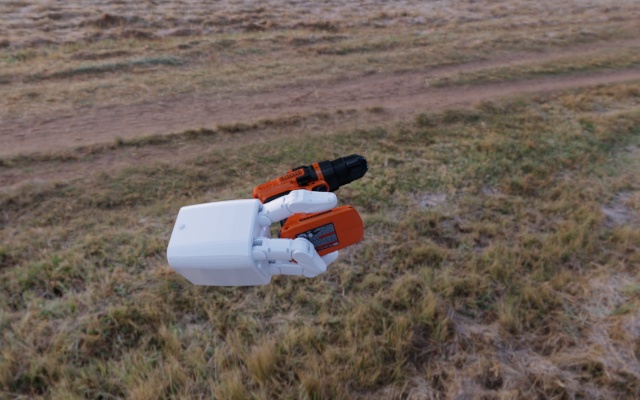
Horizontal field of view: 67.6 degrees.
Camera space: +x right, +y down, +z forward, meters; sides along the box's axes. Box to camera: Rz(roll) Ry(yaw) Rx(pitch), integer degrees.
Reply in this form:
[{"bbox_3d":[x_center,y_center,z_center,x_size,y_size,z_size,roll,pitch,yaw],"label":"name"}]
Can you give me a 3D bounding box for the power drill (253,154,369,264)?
[{"bbox_3d":[0.000,0.002,0.674,0.184,0.057,0.187,-21,27,-2],"label":"power drill"}]
